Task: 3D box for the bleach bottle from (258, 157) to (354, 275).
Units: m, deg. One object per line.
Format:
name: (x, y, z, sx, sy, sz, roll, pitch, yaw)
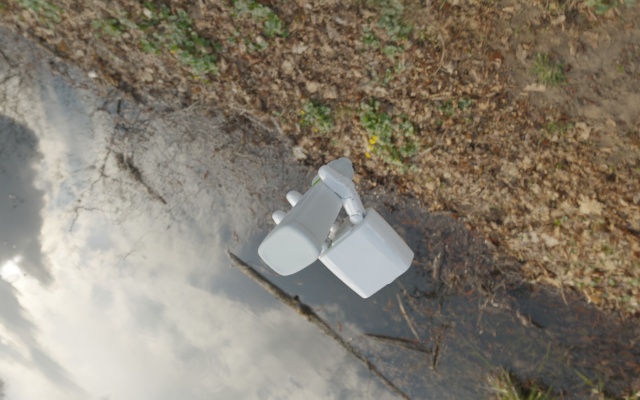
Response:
bleach bottle: (0.000, 0.002, 0.744, 0.103, 0.068, 0.250, -37, 13, 42)
